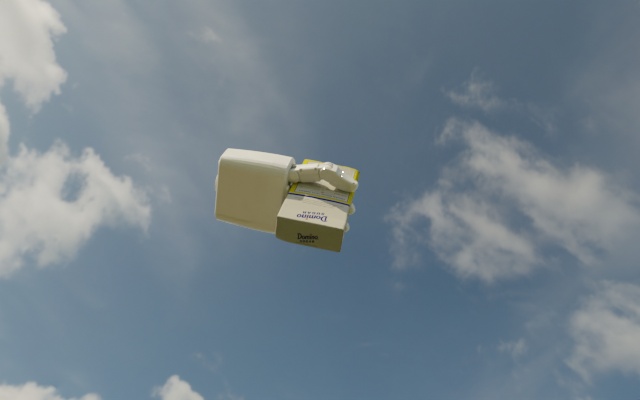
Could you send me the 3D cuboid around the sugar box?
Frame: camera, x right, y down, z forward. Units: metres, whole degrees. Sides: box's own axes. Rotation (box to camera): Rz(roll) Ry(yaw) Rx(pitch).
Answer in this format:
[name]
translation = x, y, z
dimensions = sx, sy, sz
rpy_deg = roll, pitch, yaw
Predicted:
[sugar box]
translation = 0.000, 0.003, 0.705
dimensions = 0.093, 0.048, 0.176
rpy_deg = 12, 34, 6
